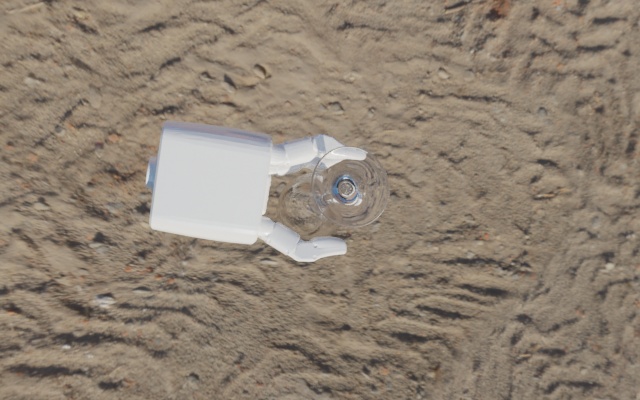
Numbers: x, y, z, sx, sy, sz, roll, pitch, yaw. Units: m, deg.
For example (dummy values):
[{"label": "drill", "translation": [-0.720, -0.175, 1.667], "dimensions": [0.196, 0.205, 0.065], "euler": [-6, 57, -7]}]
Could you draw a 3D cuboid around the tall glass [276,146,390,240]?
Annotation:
[{"label": "tall glass", "translation": [0.000, 0.002, 0.520], "dimensions": [0.079, 0.079, 0.201], "euler": [0, -8, -16]}]
